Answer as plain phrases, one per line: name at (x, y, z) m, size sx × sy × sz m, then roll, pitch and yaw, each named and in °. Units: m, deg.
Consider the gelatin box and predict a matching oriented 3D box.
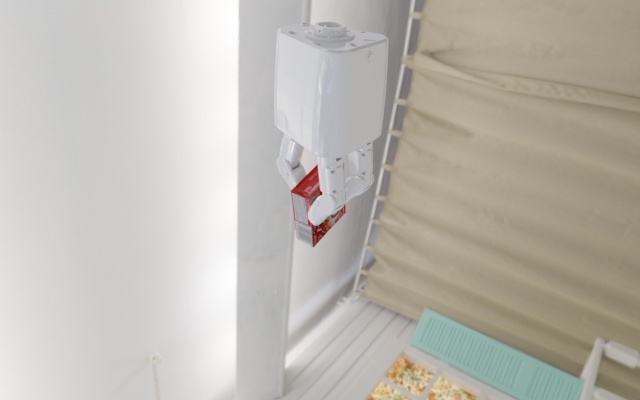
gelatin box at (0.000, 0.002, 0.583) m, size 0.030 × 0.089 × 0.073 m, roll 25°, pitch 51°, yaw 26°
